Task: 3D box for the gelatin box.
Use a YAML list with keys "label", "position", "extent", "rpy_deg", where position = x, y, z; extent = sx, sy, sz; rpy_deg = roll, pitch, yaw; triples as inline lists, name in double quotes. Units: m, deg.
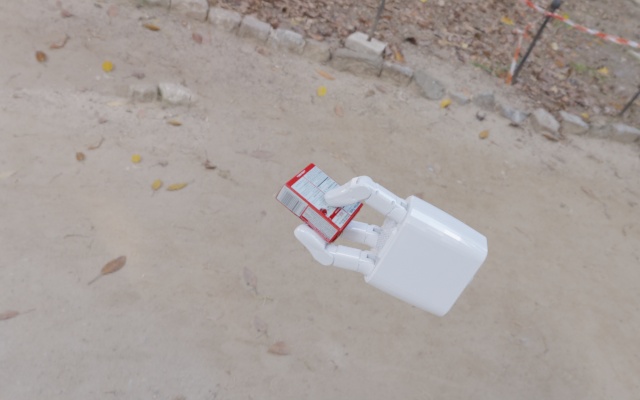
- label: "gelatin box"
  position: [0.000, 0.001, 0.589]
  extent: [0.030, 0.089, 0.073]
  rpy_deg: [-53, -5, 37]
